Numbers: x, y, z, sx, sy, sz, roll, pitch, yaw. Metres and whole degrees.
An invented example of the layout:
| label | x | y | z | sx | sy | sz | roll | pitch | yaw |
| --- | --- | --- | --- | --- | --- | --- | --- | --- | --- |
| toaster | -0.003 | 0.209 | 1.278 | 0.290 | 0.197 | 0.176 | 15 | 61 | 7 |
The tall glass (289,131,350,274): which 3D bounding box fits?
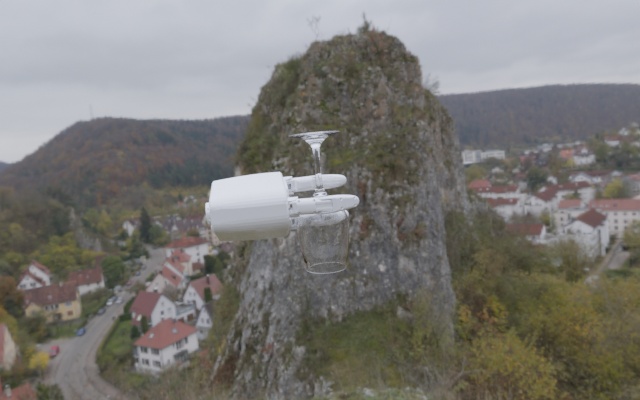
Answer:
| label | x | y | z | sx | sy | sz | roll | pitch | yaw |
| --- | --- | --- | --- | --- | --- | --- | --- | --- | --- |
| tall glass | 0.000 | 0.002 | 0.700 | 0.079 | 0.201 | 0.079 | -5 | 5 | 0 |
